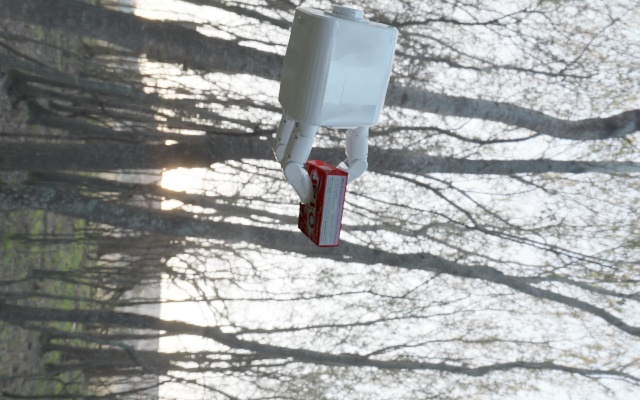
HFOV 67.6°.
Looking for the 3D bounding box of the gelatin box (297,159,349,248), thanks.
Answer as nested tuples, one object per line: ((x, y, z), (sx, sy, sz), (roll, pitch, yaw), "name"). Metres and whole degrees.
((0.000, 0.002, 0.560), (0.030, 0.089, 0.073), (1, 14, -22), "gelatin box")
